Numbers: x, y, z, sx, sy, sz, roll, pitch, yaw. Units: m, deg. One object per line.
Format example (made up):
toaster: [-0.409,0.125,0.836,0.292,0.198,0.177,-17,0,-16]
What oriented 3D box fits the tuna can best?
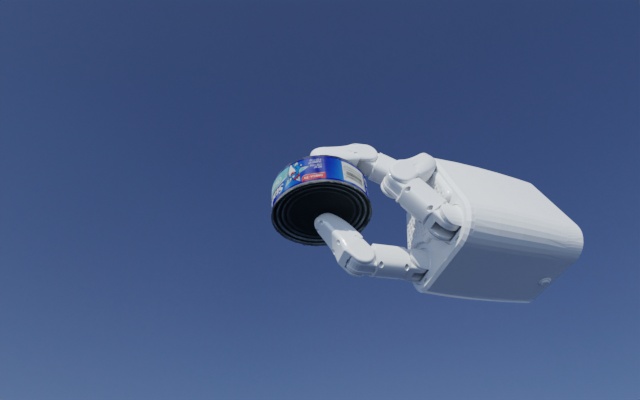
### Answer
tuna can: [0.000,0.001,0.414,0.086,0.033,0.086,-3,-41,-3]
